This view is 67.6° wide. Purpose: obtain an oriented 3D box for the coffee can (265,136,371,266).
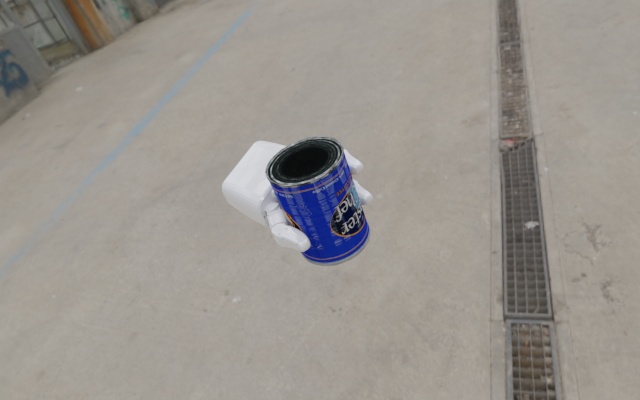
[{"bbox_3d":[0.000,0.002,0.629,0.103,0.140,0.102,-14,37,10],"label":"coffee can"}]
